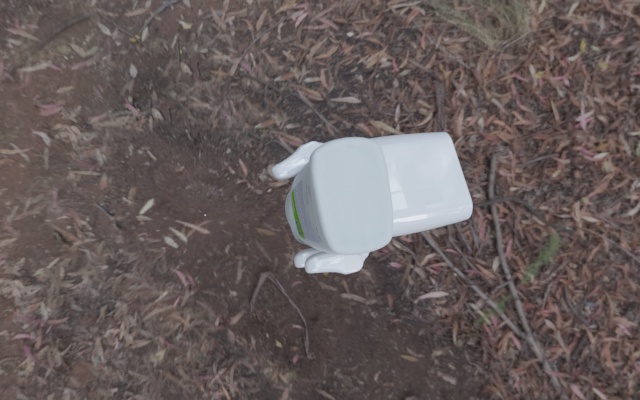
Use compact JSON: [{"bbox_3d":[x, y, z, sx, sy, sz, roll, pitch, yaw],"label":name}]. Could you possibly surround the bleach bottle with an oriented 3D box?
[{"bbox_3d":[0.000,0.002,0.516,0.068,0.102,0.251,-9,0,-14],"label":"bleach bottle"}]
